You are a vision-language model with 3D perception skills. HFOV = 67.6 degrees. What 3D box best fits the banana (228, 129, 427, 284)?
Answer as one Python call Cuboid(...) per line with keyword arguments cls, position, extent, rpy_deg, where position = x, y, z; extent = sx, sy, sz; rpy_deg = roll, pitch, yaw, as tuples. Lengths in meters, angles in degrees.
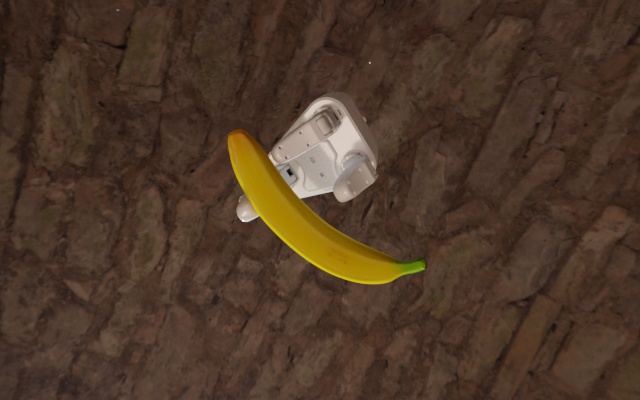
Cuboid(cls="banana", position=(-0.007, 0.017, 0.415), extent=(0.198, 0.070, 0.037), rpy_deg=(34, 24, -1))
